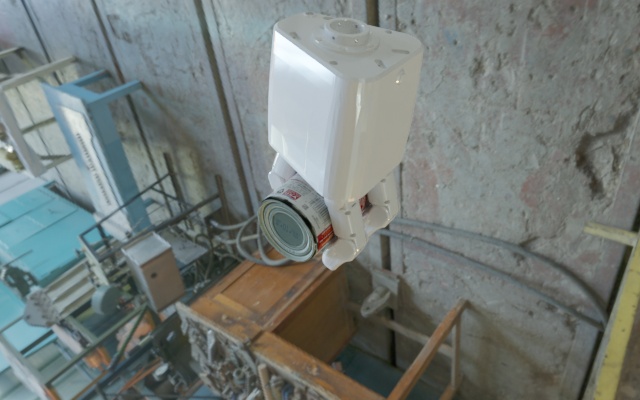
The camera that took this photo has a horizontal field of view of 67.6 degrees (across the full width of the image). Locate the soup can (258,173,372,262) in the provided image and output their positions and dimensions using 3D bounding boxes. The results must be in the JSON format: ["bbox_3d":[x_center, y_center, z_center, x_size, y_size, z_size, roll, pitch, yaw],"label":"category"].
[{"bbox_3d":[0.000,0.002,0.444,0.068,0.068,0.102,0,30,45],"label":"soup can"}]
